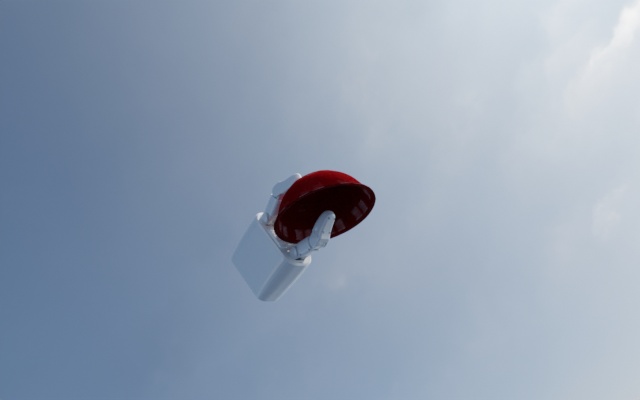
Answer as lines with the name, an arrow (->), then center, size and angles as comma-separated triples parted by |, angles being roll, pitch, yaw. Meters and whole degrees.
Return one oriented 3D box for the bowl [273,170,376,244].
bowl -> 0.001, 0.001, 0.733 | 0.162, 0.055, 0.162 | -15, -30, -9
